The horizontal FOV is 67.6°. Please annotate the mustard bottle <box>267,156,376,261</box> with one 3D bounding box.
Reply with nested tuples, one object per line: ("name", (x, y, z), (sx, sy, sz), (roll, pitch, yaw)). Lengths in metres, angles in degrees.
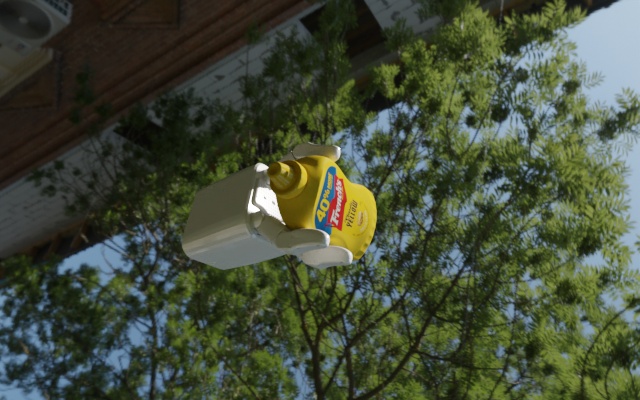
("mustard bottle", (0.001, 0.002, 0.557), (0.058, 0.096, 0.192), (6, -17, 35))
